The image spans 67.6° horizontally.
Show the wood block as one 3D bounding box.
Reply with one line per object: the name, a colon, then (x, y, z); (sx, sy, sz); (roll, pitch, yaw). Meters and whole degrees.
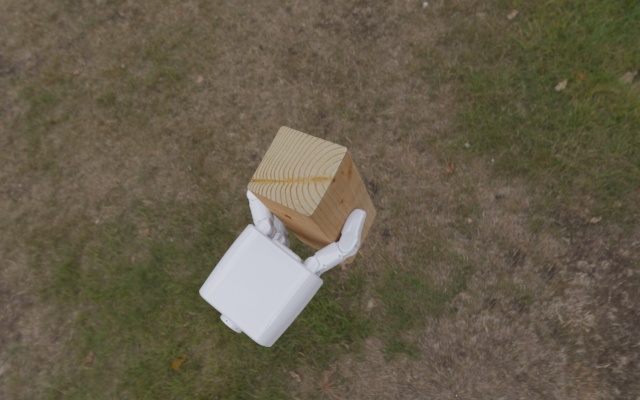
wood block: (0.000, 0.002, 0.623); (0.091, 0.090, 0.206); (23, -13, 23)
